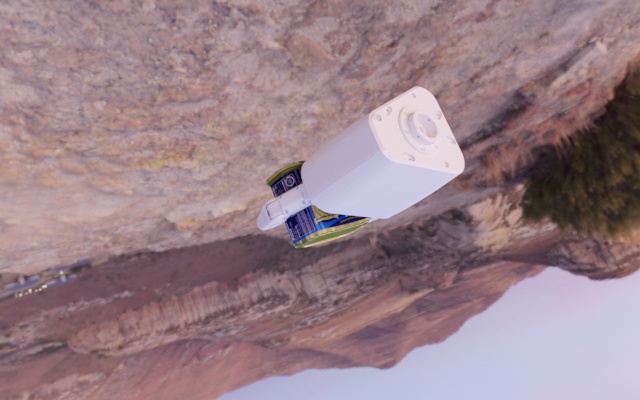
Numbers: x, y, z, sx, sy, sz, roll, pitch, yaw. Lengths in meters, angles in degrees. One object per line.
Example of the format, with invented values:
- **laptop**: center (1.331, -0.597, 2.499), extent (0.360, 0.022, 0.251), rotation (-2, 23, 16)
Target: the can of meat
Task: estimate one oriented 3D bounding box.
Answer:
- **can of meat**: center (0.000, 0.002, 0.541), extent (0.102, 0.084, 0.057), rotation (-12, -16, -43)
